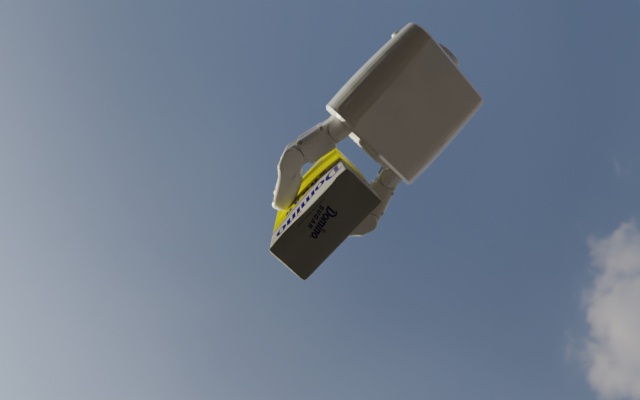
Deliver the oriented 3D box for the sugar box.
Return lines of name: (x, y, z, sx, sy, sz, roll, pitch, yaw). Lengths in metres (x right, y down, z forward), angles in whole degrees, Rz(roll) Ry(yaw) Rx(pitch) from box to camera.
sugar box: (0.000, 0.001, 0.458, 0.048, 0.093, 0.176, 43, 7, -8)
